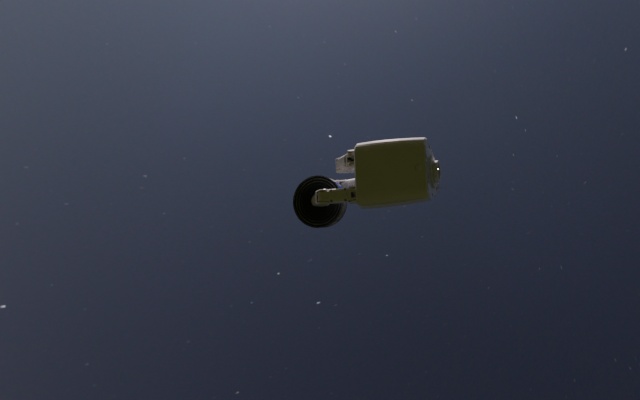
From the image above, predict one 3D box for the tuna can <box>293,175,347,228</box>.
[{"bbox_3d":[0.000,0.003,0.792,0.086,0.086,0.034,0,-3,20],"label":"tuna can"}]
